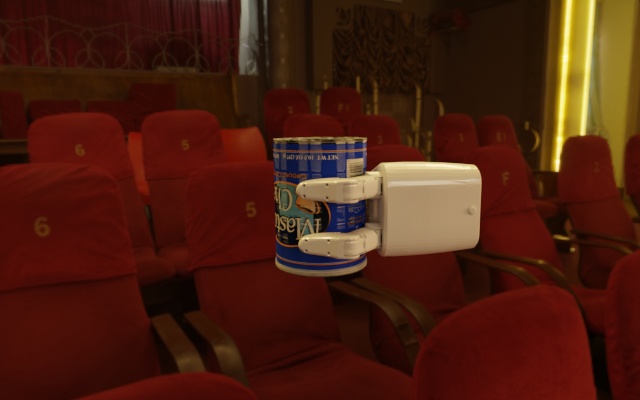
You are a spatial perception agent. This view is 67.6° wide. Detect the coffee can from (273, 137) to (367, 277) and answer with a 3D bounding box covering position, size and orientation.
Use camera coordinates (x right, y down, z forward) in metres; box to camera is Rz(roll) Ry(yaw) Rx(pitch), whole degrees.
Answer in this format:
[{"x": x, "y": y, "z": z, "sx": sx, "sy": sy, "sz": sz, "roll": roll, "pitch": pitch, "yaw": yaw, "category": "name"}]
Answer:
[{"x": 0.000, "y": 0.002, "z": 0.528, "sx": 0.103, "sy": 0.140, "sz": 0.103, "roll": -1, "pitch": 9, "yaw": 0, "category": "coffee can"}]
